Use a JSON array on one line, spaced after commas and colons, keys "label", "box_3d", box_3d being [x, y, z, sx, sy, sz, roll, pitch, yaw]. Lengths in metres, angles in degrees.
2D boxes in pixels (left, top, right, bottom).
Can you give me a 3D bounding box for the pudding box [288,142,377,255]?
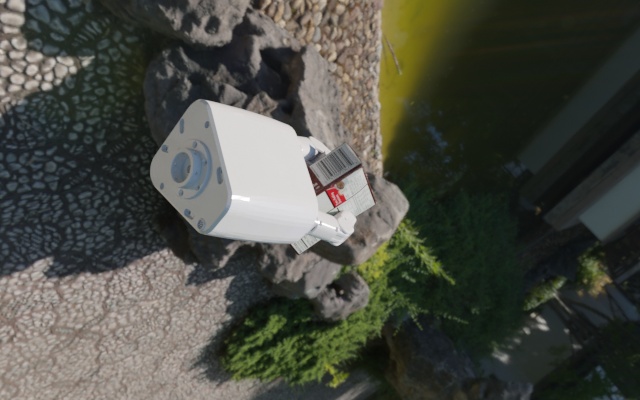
[{"label": "pudding box", "box_3d": [0.000, 0.002, 0.515, 0.113, 0.039, 0.090, -32, -30, -2]}]
